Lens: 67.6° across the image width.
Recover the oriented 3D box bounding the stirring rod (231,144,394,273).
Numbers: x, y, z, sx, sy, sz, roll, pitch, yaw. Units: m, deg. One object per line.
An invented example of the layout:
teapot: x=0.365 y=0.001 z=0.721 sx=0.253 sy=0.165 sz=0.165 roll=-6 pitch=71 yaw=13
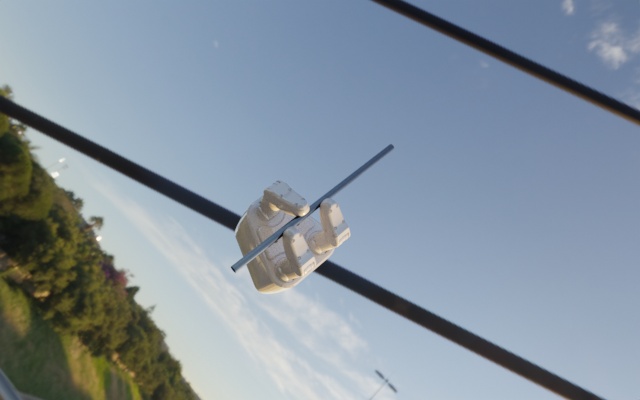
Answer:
stirring rod: x=0.000 y=0.002 z=0.519 sx=0.239 sy=0.011 sz=0.011 roll=-38 pitch=19 yaw=-26
